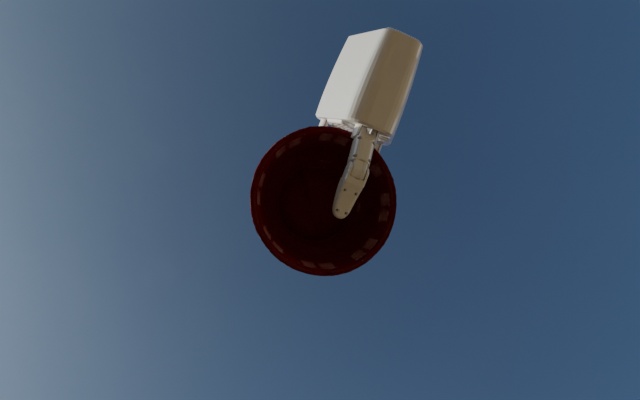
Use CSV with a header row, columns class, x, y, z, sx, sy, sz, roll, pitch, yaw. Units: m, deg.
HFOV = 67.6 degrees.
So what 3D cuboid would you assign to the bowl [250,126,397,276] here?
class,x,y,z,sx,sy,sz,roll,pitch,yaw
bowl,-0.001,0.003,0.534,0.162,0.162,0.055,0,-5,-14
